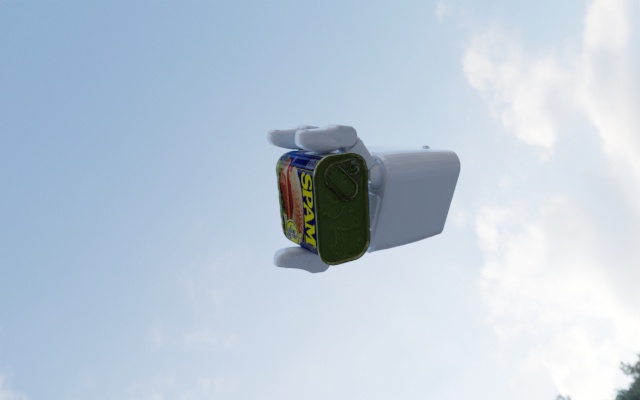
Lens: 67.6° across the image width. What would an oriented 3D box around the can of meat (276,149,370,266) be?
[{"bbox_3d":[0.000,0.002,0.464,0.057,0.102,0.084,-11,16,-29],"label":"can of meat"}]
